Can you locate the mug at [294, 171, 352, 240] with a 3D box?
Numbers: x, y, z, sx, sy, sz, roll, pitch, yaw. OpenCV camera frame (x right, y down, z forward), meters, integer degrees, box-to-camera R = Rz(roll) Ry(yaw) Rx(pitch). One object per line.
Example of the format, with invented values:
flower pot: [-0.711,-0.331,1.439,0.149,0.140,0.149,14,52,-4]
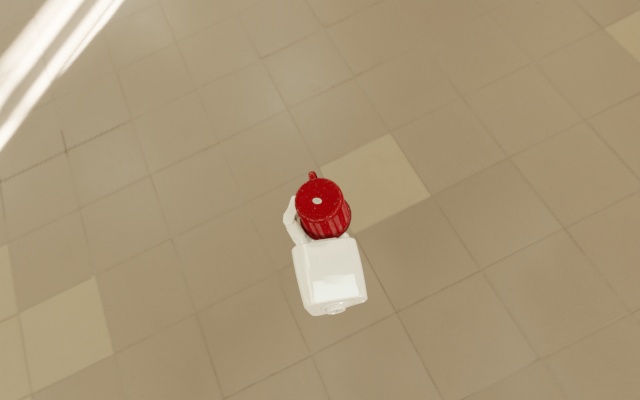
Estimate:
mug: [0.000,0.001,0.818,0.093,0.117,0.081,-14,-25,4]
